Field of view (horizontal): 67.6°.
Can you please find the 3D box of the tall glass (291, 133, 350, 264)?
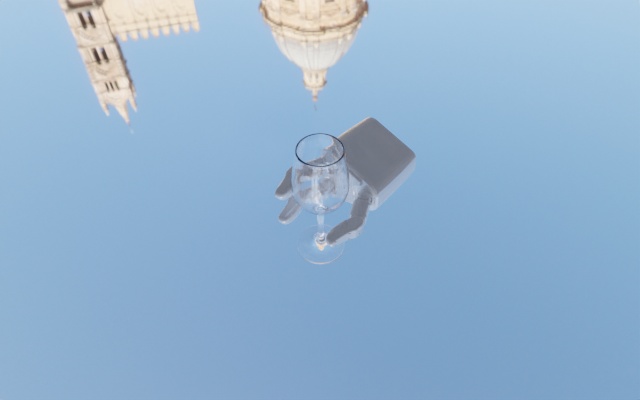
[{"bbox_3d":[0.000,0.003,0.664,0.079,0.079,0.201,0,-41,1],"label":"tall glass"}]
